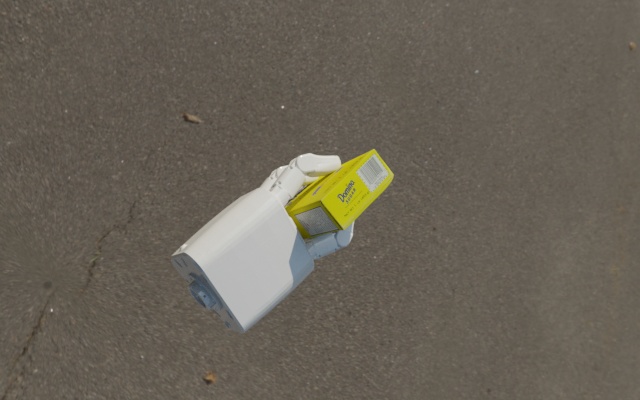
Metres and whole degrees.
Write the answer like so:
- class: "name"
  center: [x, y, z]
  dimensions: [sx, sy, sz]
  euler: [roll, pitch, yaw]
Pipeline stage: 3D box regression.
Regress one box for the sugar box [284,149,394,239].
- class: "sugar box"
  center: [0.000, 0.001, 0.563]
  dimensions: [0.093, 0.048, 0.176]
  euler: [-43, 13, -28]
